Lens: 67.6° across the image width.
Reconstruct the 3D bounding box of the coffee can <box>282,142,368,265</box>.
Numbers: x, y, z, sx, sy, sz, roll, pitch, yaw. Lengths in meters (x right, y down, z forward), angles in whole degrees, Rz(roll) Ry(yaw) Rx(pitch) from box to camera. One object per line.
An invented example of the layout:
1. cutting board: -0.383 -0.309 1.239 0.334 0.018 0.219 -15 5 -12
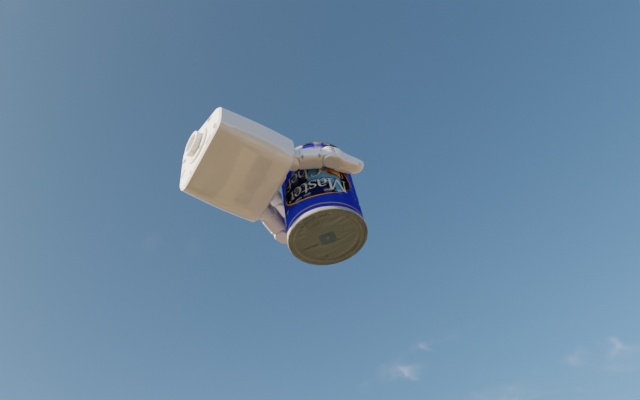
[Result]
1. coffee can: 0.000 0.002 0.651 0.103 0.103 0.140 0 42 -11
